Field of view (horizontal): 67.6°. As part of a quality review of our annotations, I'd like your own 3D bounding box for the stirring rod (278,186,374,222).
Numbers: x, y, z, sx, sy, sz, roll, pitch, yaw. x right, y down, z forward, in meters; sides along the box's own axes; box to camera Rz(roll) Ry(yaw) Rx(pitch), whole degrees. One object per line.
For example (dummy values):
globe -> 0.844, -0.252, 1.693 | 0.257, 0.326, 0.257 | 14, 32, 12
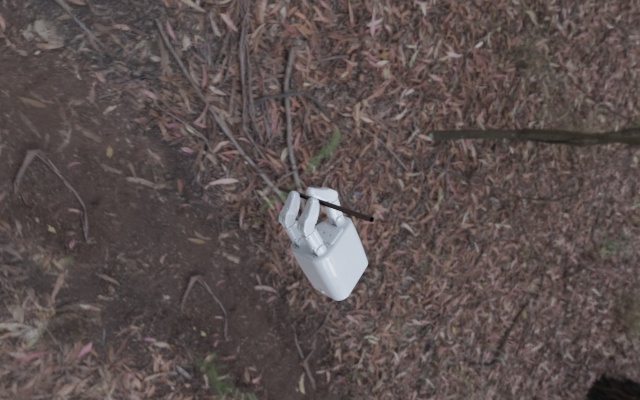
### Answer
stirring rod -> 0.000, 0.003, 0.769 | 0.011, 0.011, 0.239 | 0, 12, -38
